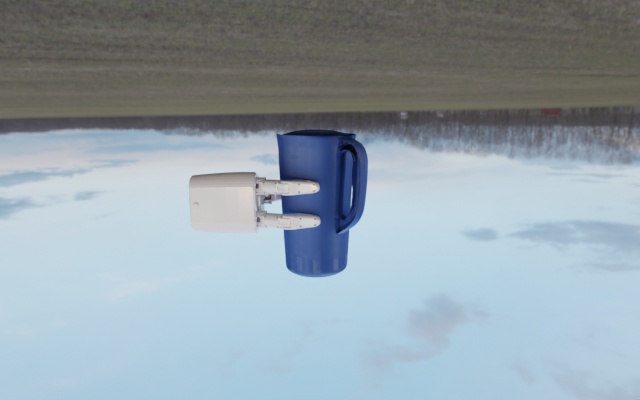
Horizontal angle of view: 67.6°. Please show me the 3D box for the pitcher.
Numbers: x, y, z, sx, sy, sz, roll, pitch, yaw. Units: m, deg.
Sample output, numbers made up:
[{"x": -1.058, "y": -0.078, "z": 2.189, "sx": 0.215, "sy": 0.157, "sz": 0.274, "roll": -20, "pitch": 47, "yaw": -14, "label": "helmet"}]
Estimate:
[{"x": 0.000, "y": 0.003, "z": 0.807, "sx": 0.145, "sy": 0.243, "sz": 0.149, "roll": -1, "pitch": 10, "yaw": -1, "label": "pitcher"}]
